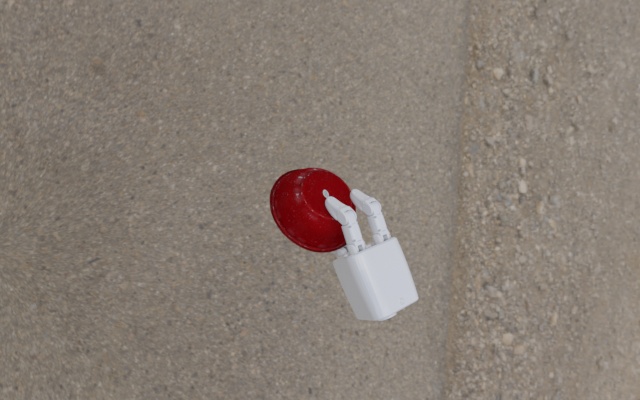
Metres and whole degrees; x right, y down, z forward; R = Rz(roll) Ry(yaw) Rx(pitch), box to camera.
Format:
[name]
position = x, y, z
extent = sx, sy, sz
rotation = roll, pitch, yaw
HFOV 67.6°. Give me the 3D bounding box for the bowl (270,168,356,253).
[bowl]
position = -0.001, 0.001, 0.792
extent = 0.162, 0.162, 0.055
rotation = 0, -29, -28
